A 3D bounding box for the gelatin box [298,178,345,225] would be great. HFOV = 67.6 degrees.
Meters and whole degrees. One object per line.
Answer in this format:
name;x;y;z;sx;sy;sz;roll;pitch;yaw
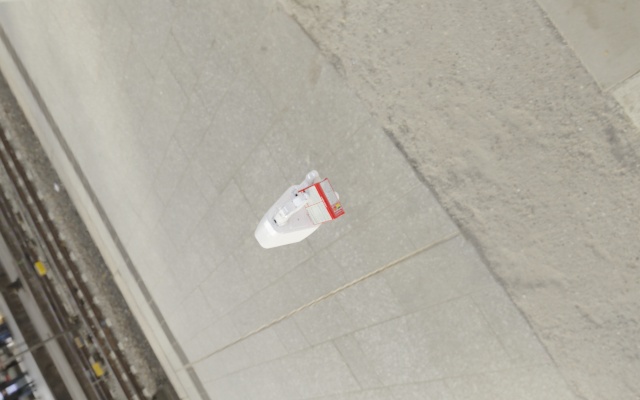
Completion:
gelatin box;0.000;0.003;0.882;0.030;0.073;0.089;-29;4;-27
